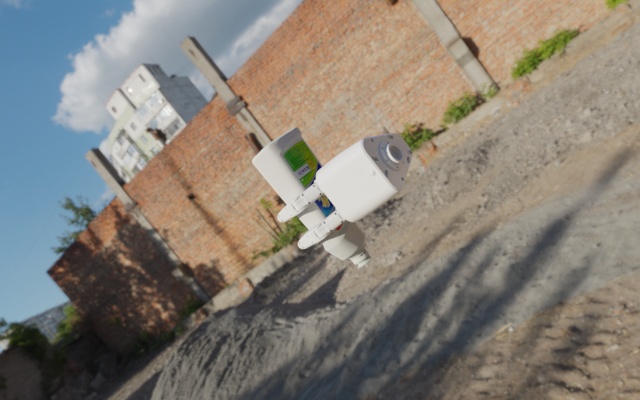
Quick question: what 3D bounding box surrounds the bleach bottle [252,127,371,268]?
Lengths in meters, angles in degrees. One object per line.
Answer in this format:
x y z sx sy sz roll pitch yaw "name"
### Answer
0.000 0.003 0.802 0.068 0.251 0.102 -36 4 42 "bleach bottle"
